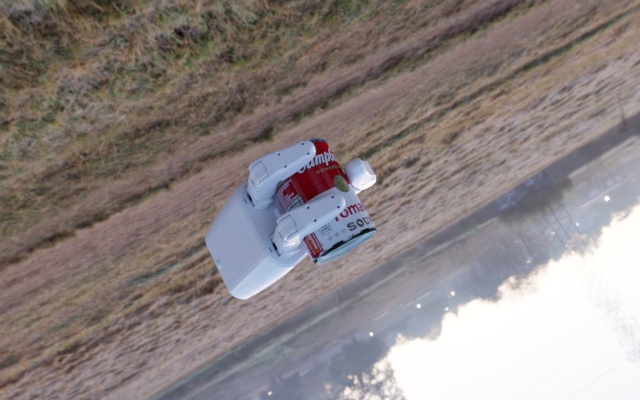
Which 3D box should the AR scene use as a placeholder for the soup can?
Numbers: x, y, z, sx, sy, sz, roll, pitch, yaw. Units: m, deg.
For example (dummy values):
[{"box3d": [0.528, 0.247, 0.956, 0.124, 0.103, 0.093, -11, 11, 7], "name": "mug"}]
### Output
[{"box3d": [0.001, 0.001, 0.455, 0.068, 0.102, 0.068, -27, -14, -7], "name": "soup can"}]
